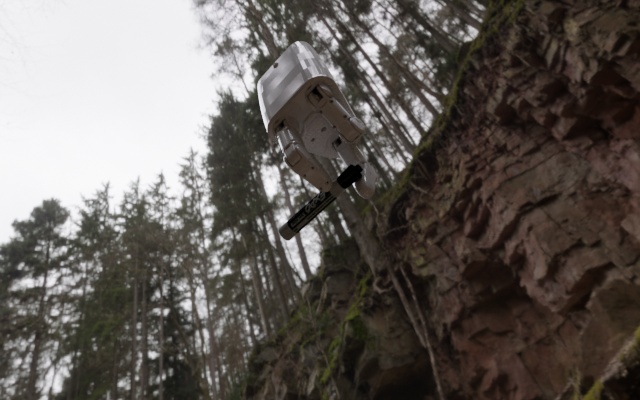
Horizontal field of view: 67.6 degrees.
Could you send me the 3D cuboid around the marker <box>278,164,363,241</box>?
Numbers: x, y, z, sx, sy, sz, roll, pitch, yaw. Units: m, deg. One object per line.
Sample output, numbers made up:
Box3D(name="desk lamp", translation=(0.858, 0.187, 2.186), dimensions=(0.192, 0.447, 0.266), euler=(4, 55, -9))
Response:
Box3D(name="marker", translation=(0.000, 0.002, 0.533), dimensions=(0.121, 0.020, 0.020), euler=(-42, -17, 20))
